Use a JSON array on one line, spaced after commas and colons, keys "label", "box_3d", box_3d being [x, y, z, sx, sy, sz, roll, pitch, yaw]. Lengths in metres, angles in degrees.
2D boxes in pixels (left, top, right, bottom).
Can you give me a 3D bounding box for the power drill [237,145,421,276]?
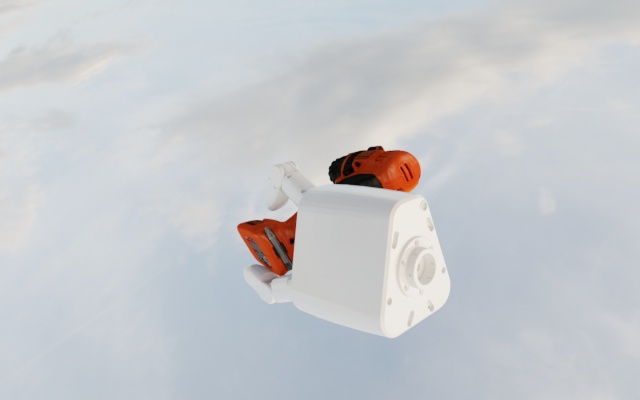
[{"label": "power drill", "box_3d": [0.000, 0.002, 0.542, 0.187, 0.057, 0.184, -35, 12, -15]}]
